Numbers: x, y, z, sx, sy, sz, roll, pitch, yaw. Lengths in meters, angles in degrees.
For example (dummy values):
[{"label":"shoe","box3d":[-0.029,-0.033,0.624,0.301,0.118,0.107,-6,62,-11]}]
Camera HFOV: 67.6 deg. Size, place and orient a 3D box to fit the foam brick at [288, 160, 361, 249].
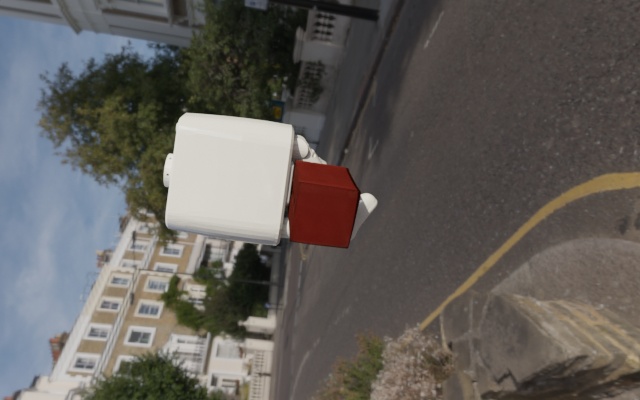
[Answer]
[{"label":"foam brick","box3d":[0.000,0.001,0.418,0.051,0.053,0.078,8,17,-8]}]
